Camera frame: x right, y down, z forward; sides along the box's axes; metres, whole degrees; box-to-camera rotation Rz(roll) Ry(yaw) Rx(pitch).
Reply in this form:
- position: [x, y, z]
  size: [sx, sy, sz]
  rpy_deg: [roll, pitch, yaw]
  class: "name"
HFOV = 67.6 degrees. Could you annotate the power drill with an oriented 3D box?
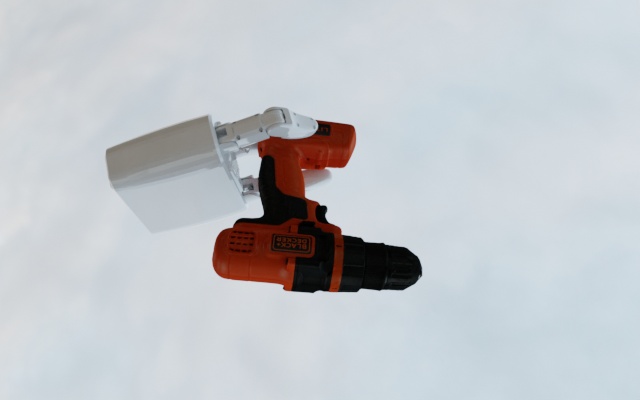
- position: [0.000, 0.001, 0.463]
  size: [0.184, 0.187, 0.057]
  rpy_deg: [6, -42, -6]
  class: "power drill"
